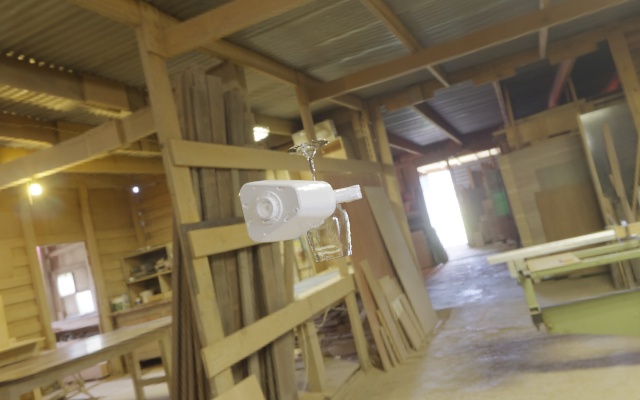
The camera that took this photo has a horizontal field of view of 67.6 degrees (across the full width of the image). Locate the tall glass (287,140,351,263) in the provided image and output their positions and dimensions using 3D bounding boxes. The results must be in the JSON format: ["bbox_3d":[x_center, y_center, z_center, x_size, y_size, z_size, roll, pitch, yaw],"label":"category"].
[{"bbox_3d":[0.000,0.002,0.822,0.079,0.201,0.079,-13,-5,-1],"label":"tall glass"}]
